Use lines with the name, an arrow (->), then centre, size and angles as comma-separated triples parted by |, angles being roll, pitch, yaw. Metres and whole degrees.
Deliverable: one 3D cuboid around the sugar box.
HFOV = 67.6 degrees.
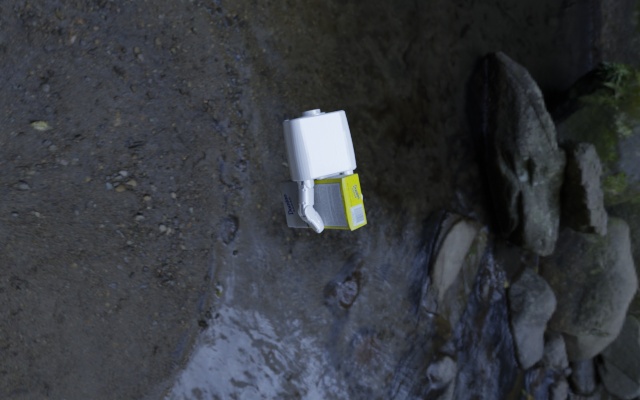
sugar box -> 0.001, 0.003, 0.875 | 0.048, 0.093, 0.176 | -18, 12, -38
